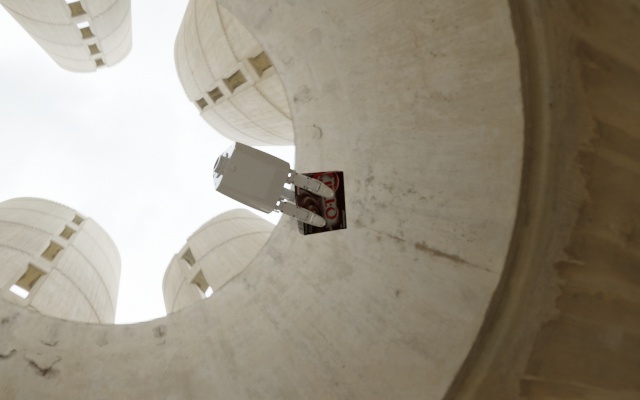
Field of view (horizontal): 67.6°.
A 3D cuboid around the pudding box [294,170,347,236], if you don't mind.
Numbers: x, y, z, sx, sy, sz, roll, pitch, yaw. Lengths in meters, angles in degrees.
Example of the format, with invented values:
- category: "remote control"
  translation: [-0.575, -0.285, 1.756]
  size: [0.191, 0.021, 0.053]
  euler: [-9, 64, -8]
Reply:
- category: "pudding box"
  translation: [0.000, 0.003, 0.894]
  size: [0.090, 0.113, 0.039]
  euler: [-7, 10, -23]
